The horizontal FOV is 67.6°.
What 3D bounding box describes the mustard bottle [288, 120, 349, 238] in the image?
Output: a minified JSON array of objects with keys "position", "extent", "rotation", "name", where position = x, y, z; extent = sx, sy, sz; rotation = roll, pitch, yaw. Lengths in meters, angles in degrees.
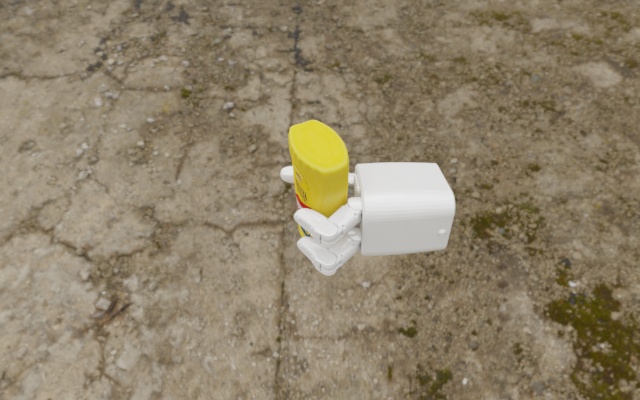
[{"position":[0.000,0.002,0.596],"extent":[0.058,0.192,0.096],"rotation":[-21,48,-17],"name":"mustard bottle"}]
